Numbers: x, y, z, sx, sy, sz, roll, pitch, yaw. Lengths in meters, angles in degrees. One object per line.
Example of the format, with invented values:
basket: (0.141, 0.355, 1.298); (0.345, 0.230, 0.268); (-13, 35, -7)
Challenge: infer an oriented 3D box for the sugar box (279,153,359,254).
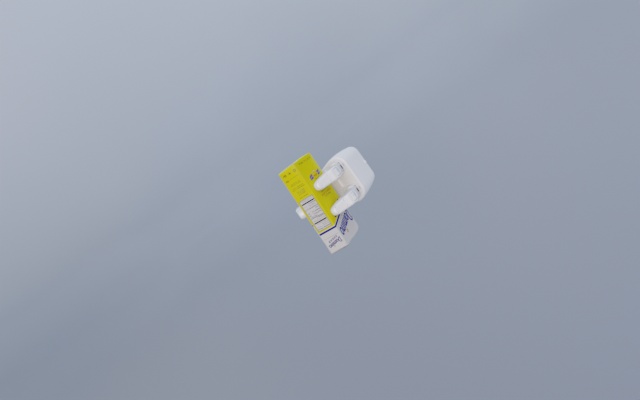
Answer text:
sugar box: (0.001, 0.002, 0.885); (0.048, 0.176, 0.093); (-34, 6, 25)
